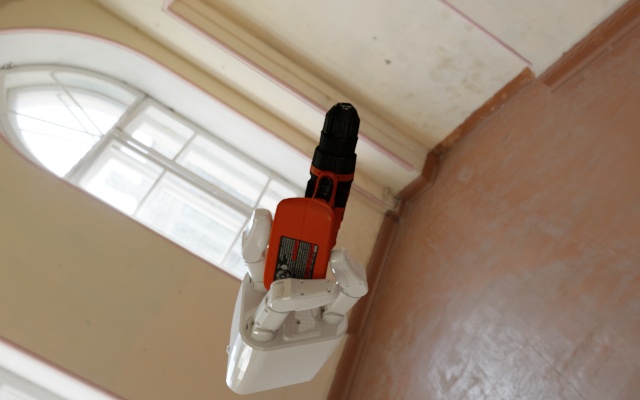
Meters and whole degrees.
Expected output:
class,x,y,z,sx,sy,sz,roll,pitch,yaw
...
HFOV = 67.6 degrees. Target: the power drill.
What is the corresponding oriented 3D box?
class,x,y,z,sx,sy,sz,roll,pitch,yaw
power drill,0.000,0.002,0.497,0.057,0.184,0.187,13,24,8
